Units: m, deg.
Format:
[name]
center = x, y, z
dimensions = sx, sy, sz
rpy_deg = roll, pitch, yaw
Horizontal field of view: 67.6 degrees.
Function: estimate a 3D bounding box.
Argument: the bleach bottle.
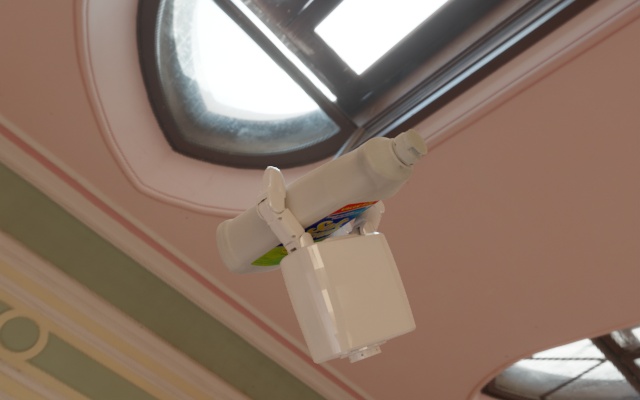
[bleach bottle]
center = 0.000, 0.002, 0.510
dimensions = 0.251, 0.068, 0.102
rpy_deg = -34, -24, 35
